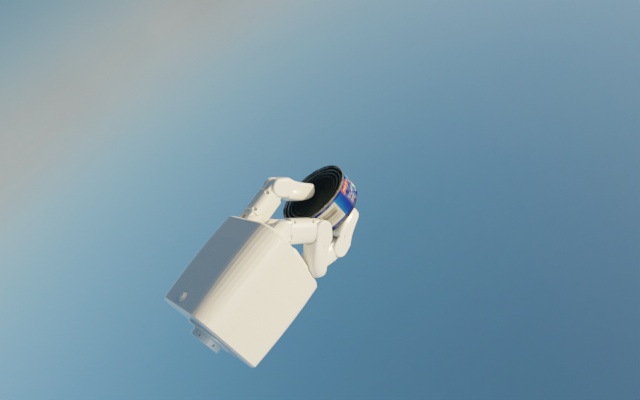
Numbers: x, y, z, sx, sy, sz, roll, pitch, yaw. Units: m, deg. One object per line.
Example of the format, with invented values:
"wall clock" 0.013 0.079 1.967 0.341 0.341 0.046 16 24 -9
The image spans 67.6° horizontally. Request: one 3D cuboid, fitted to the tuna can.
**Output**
"tuna can" 0.000 0.002 0.554 0.086 0.086 0.034 0 -40 52
